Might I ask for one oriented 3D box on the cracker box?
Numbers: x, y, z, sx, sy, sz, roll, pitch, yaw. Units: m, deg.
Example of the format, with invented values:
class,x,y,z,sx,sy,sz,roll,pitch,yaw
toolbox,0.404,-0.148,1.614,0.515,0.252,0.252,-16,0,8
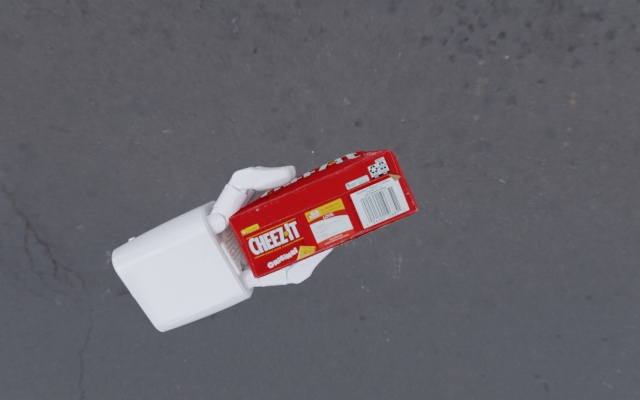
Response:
class,x,y,z,sx,sy,sz,roll,pitch,yaw
cracker box,0.000,0.002,0.531,0.164,0.072,0.213,-23,6,1
